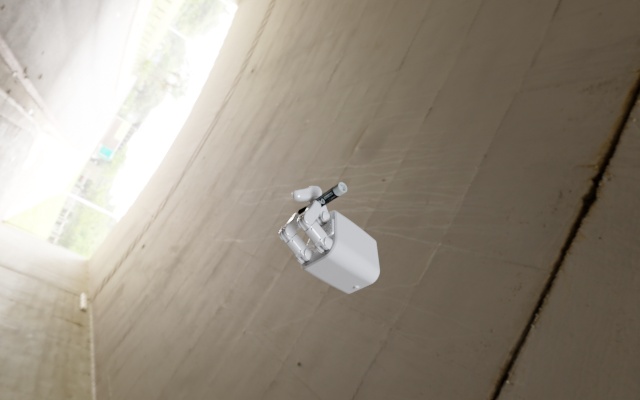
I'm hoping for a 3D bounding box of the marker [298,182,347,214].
[{"bbox_3d":[0.000,0.003,0.819,0.020,0.020,0.121,0,-24,-42],"label":"marker"}]
